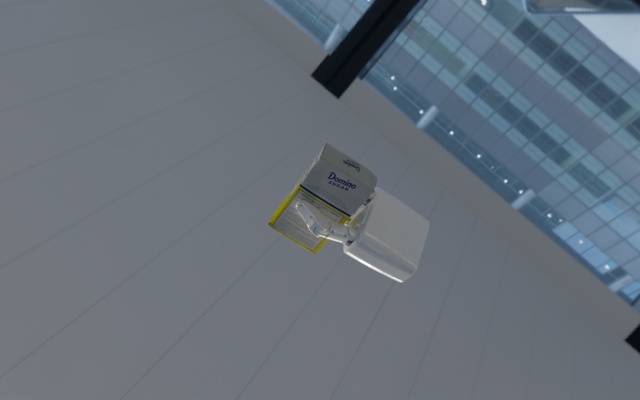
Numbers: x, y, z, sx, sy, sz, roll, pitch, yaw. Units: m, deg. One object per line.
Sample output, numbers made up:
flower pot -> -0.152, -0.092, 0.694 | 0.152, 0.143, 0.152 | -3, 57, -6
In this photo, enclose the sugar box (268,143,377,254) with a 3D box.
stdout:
sugar box -> 0.000, 0.002, 0.727 | 0.093, 0.048, 0.176 | 32, -50, -10
